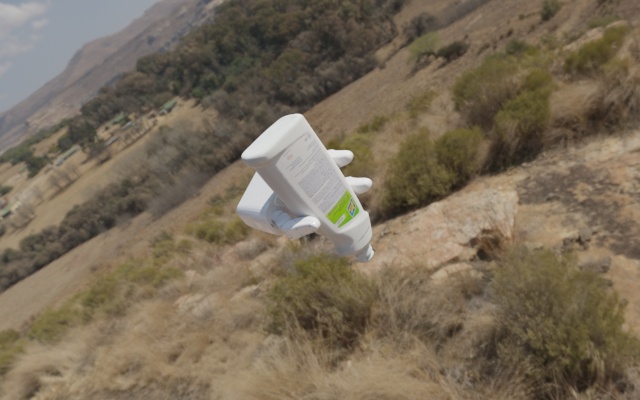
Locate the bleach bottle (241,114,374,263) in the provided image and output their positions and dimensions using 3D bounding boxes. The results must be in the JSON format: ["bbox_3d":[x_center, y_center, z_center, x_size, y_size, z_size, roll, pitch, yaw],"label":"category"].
[{"bbox_3d":[0.000,0.002,0.695,0.102,0.251,0.068,-48,28,-23],"label":"bleach bottle"}]
